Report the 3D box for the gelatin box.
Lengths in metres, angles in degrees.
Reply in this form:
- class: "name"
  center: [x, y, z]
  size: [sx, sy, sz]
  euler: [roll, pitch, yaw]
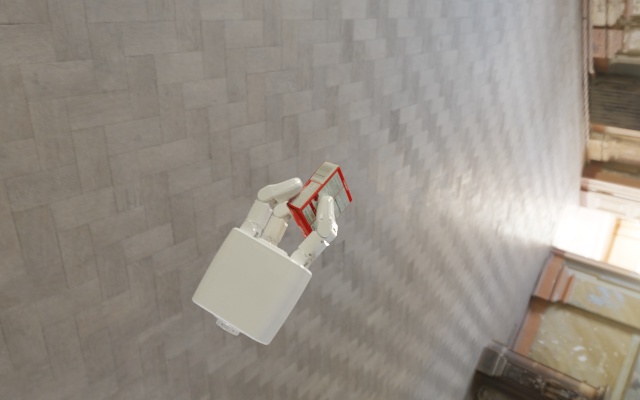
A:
- class: "gelatin box"
  center: [0.001, 0.002, 0.658]
  size: [0.030, 0.089, 0.073]
  euler: [24, -27, 37]
